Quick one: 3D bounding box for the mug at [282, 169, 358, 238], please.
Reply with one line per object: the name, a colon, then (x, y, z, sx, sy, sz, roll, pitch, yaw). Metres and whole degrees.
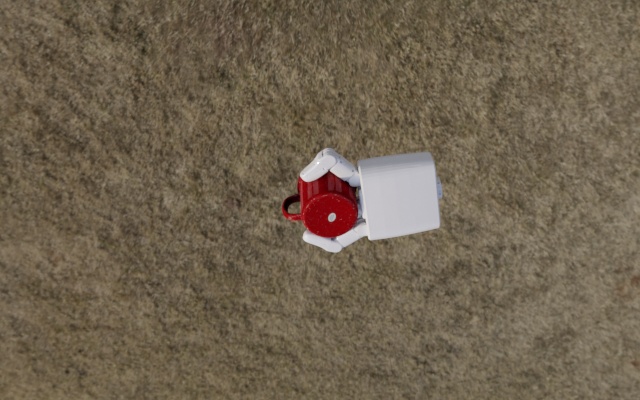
mug: (-0.001, 0.003, 0.702, 0.117, 0.093, 0.081, -10, 35, 4)
